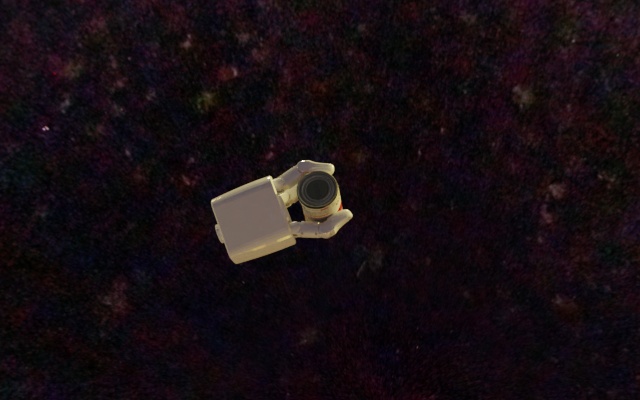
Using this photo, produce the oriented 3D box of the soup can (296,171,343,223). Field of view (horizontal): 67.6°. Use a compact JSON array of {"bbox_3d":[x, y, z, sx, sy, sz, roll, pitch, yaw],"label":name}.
[{"bbox_3d":[0.001,0.002,0.786,0.068,0.068,0.102,0,-25,7],"label":"soup can"}]
